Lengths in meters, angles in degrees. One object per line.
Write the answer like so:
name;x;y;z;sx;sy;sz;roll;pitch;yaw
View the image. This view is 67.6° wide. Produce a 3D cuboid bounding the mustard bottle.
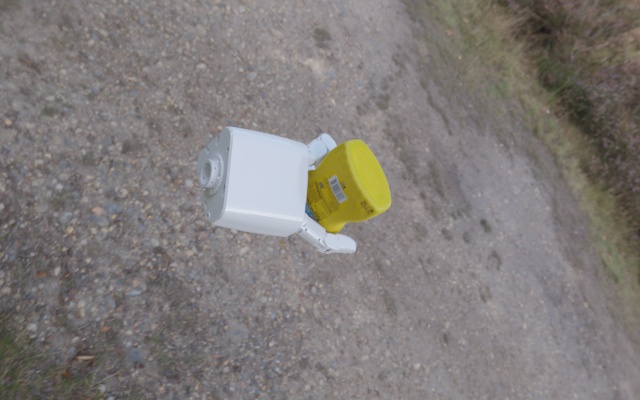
mustard bottle;0.001;0.002;0.632;0.058;0.096;0.192;-21;-6;-45
